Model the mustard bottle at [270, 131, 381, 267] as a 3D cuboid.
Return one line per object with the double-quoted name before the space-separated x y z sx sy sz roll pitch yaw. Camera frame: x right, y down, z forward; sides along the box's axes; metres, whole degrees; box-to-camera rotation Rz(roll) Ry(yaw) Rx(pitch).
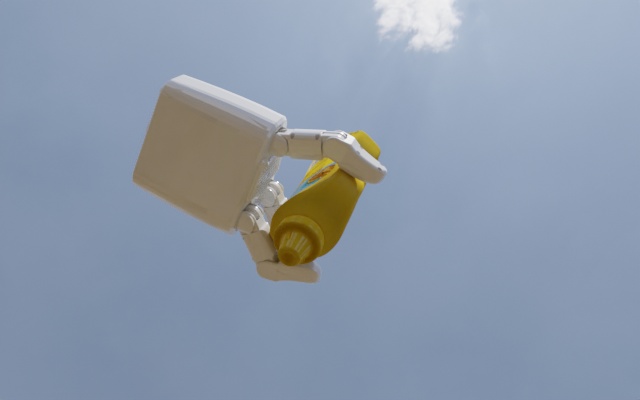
"mustard bottle" 0.000 0.002 0.448 0.096 0.058 0.191 -39 9 29
